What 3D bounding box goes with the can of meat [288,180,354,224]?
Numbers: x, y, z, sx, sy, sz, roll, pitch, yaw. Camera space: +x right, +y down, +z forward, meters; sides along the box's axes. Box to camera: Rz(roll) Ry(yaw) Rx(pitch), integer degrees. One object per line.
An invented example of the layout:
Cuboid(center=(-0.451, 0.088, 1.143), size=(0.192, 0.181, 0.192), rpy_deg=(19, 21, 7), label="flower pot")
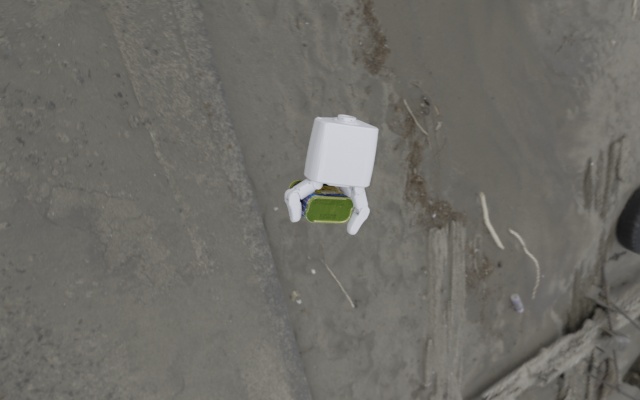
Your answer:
Cuboid(center=(0.000, 0.003, 0.888), size=(0.102, 0.057, 0.084), rpy_deg=(2, 19, -29), label="can of meat")
